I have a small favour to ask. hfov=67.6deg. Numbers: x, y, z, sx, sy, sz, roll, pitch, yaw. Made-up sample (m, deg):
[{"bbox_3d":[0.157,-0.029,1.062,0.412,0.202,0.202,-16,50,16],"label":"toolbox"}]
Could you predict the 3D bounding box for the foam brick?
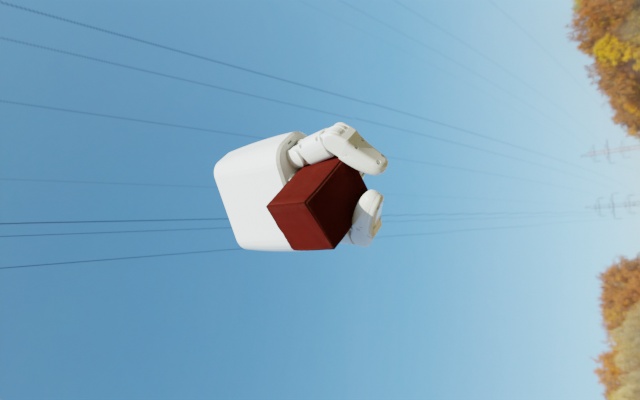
[{"bbox_3d":[0.000,0.001,0.430,0.051,0.053,0.078,-7,32,41],"label":"foam brick"}]
